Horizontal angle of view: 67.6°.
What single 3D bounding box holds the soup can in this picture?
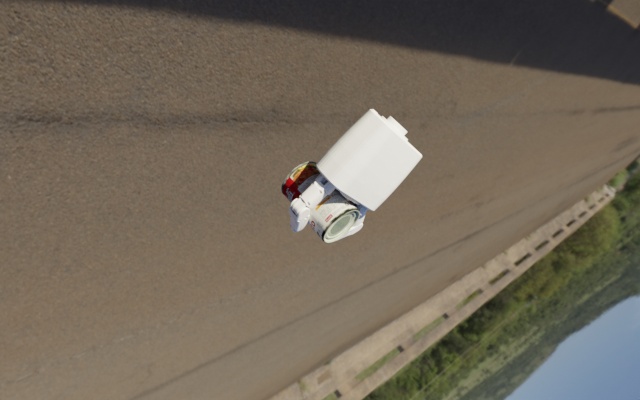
[{"bbox_3d":[0.000,0.003,0.685,0.102,0.068,0.068,49,26,25],"label":"soup can"}]
